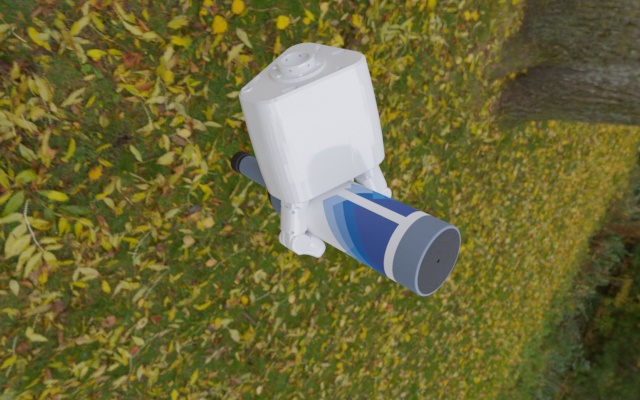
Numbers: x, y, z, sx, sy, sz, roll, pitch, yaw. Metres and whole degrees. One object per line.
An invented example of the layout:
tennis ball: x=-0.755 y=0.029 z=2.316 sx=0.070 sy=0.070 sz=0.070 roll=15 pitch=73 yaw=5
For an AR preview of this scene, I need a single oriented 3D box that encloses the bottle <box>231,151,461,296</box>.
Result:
bottle: x=0.000 y=0.002 z=0.501 sx=0.295 sy=0.069 sz=0.069 roll=27 pitch=18 yaw=40
